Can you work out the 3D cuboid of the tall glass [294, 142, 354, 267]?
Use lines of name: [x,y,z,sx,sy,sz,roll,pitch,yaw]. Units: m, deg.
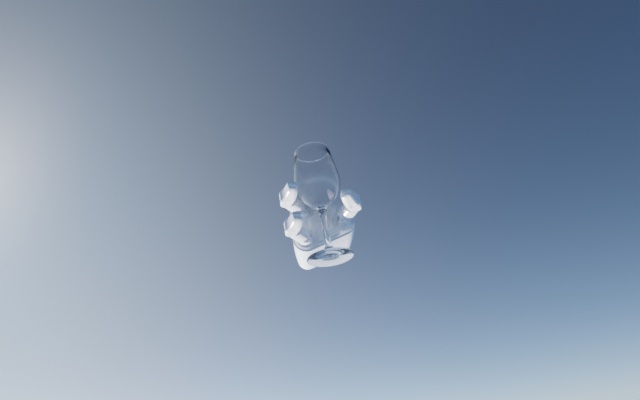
tall glass: [0.000,0.003,0.785,0.079,0.201,0.079,-8,-28,-4]
